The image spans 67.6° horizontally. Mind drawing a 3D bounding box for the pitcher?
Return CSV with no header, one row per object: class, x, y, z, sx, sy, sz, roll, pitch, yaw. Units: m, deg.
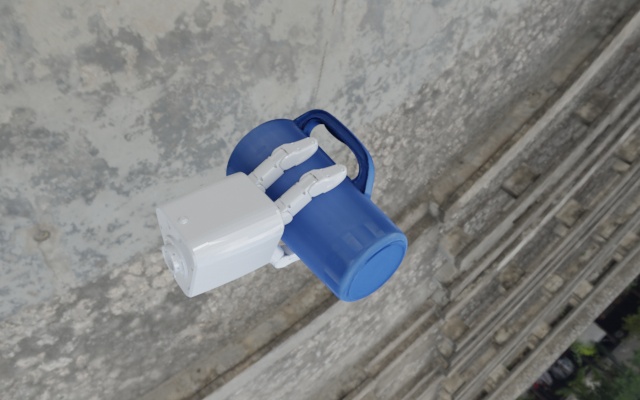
pitcher,0.000,0.002,0.614,0.145,0.149,0.242,-24,53,-31
